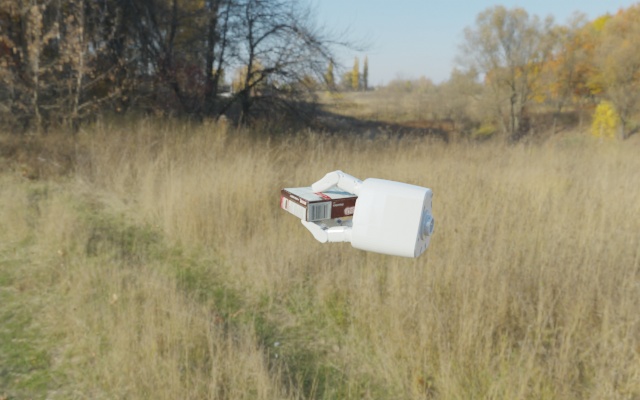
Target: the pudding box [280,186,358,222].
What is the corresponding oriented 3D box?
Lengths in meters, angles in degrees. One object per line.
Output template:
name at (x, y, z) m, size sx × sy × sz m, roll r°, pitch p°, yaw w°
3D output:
pudding box at (0.000, 0.003, 0.828) m, size 0.113 × 0.039 × 0.090 m, roll -4°, pitch 17°, yaw -34°
